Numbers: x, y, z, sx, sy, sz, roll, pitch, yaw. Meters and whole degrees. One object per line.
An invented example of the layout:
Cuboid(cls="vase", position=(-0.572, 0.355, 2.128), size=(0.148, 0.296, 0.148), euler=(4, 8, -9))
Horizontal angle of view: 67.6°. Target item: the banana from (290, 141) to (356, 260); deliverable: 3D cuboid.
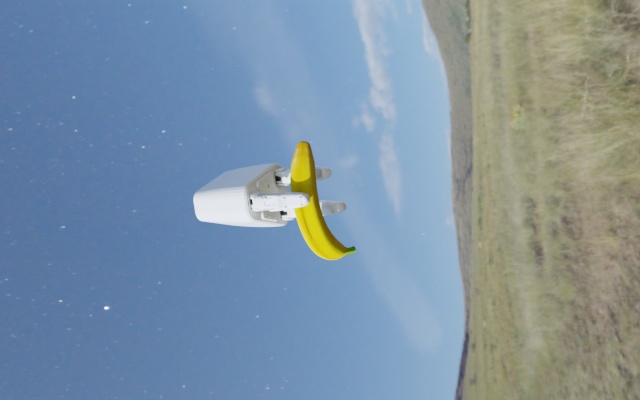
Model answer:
Cuboid(cls="banana", position=(-0.007, 0.016, 0.678), size=(0.037, 0.198, 0.069), euler=(-2, 33, 35))
